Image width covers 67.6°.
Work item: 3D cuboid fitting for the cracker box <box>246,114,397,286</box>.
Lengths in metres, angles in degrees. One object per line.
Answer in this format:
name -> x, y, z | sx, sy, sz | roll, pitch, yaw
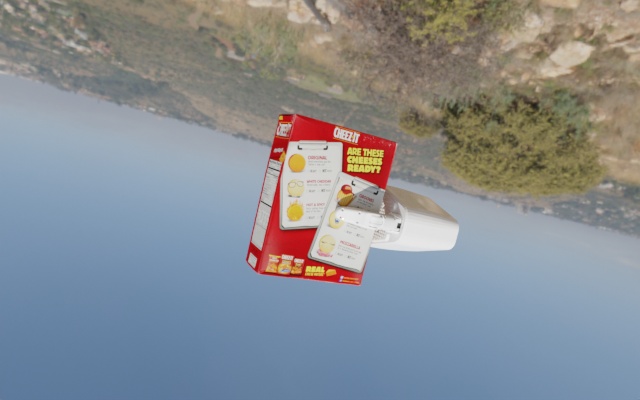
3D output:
cracker box -> 0.000, 0.002, 0.670 | 0.164, 0.214, 0.072 | 11, 5, -28
